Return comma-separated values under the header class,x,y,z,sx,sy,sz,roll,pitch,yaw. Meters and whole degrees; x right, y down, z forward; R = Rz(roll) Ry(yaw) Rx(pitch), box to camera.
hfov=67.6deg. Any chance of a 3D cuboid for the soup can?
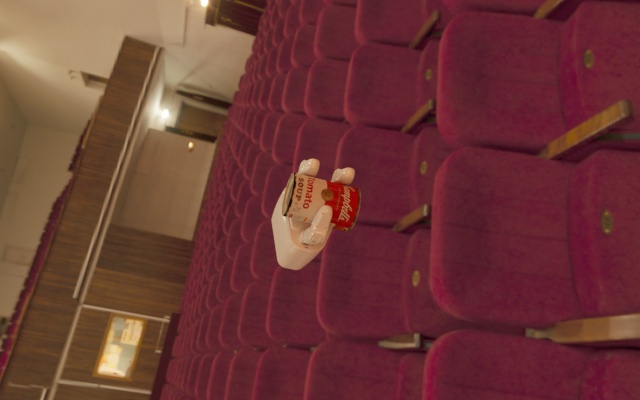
class,x,y,z,sx,sy,sz,roll,pitch,yaw
soup can,0.000,0.002,0.705,0.102,0.068,0.068,14,-3,-12
